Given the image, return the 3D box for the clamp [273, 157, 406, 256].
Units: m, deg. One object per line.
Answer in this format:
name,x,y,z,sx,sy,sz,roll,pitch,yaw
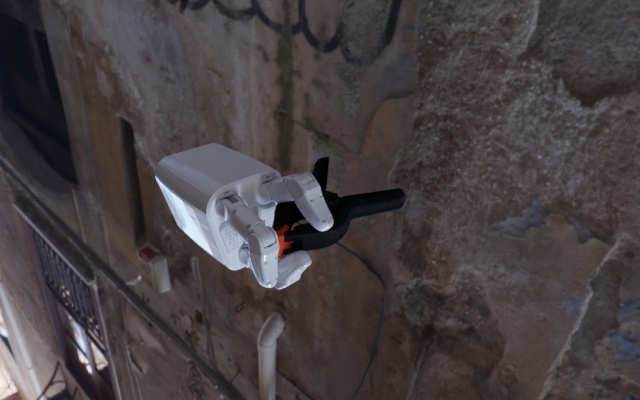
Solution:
clamp,0.000,0.002,0.524,0.120,0.039,0.171,27,37,36
